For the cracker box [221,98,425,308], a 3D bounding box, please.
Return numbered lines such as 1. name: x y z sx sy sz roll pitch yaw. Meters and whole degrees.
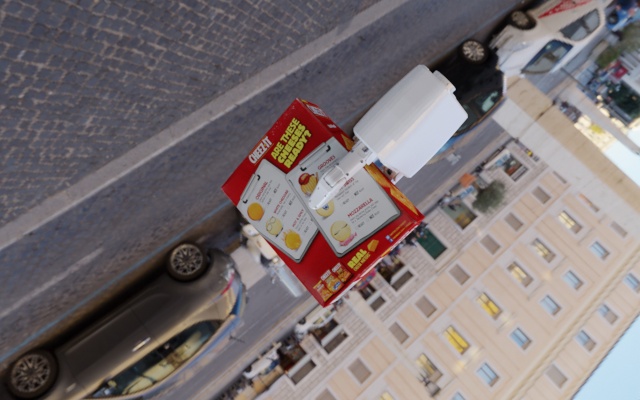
1. cracker box: 0.000 0.002 0.619 0.164 0.213 0.072 -46 -13 18
